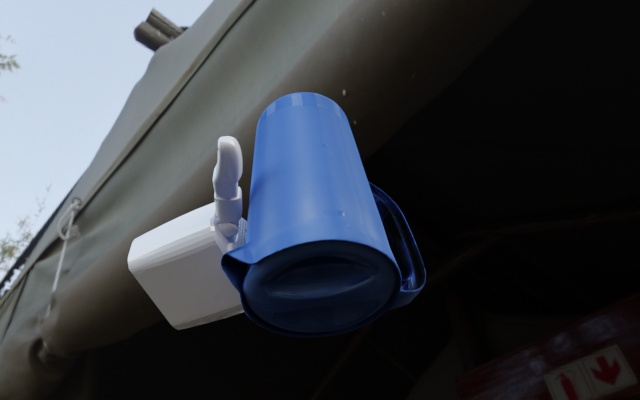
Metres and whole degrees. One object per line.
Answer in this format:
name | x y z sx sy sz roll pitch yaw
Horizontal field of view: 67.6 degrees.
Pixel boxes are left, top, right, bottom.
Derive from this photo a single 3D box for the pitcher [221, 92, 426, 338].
pitcher | 0.000 0.002 0.475 0.145 0.242 0.149 -22 -48 13
